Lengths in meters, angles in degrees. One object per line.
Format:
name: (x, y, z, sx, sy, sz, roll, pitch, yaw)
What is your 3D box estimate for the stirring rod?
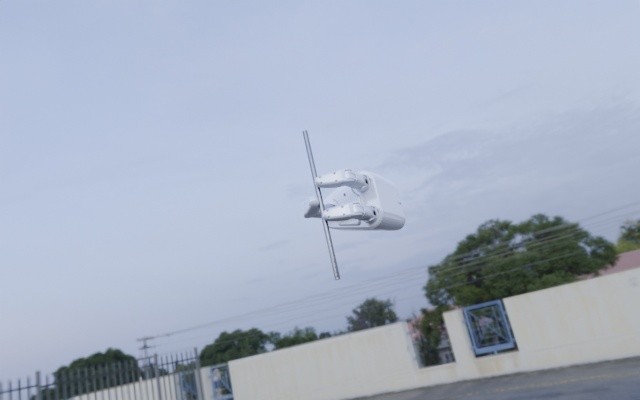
stirring rod: (0.000, 0.003, 0.729, 0.011, 0.239, 0.011, -12, -16, -3)
